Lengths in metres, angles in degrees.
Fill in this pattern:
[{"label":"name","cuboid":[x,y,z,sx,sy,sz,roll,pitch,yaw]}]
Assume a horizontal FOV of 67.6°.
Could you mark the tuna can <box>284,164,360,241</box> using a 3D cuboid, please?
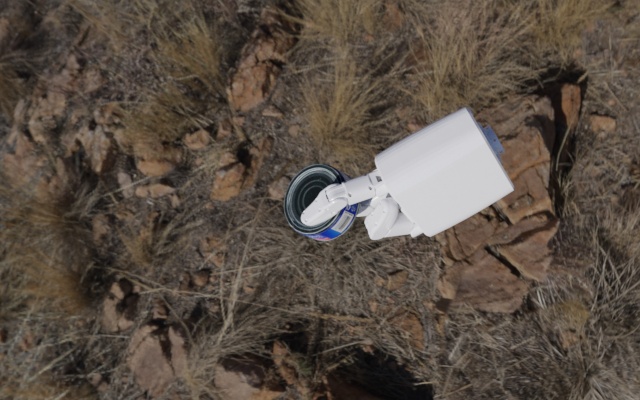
[{"label":"tuna can","cuboid":[0.000,0.002,0.551,0.086,0.086,0.034,0,-15,34]}]
